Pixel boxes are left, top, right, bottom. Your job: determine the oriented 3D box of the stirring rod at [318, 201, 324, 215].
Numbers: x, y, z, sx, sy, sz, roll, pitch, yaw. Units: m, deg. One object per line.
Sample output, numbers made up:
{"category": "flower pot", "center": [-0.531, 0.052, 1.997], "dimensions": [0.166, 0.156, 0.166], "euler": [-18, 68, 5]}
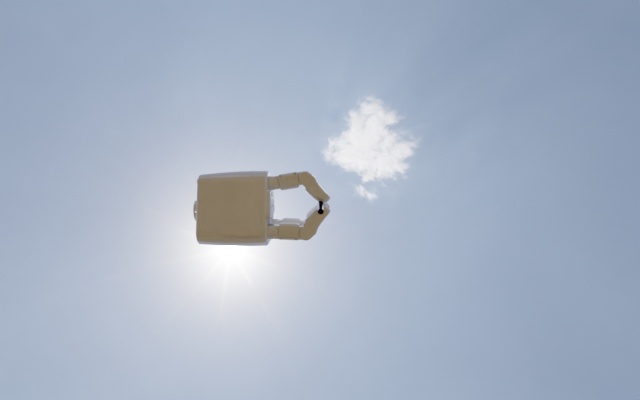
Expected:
{"category": "stirring rod", "center": [0.000, 0.002, 0.746], "dimensions": [0.011, 0.011, 0.239], "euler": [0, 6, 0]}
